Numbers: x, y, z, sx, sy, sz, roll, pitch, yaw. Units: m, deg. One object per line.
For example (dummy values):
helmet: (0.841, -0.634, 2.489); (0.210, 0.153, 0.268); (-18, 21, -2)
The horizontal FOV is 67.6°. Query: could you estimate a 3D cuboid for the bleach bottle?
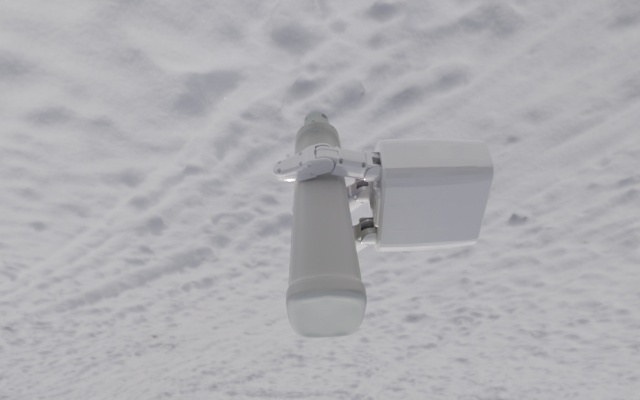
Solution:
bleach bottle: (0.000, 0.002, 0.482); (0.068, 0.250, 0.103); (-2, -36, -2)
